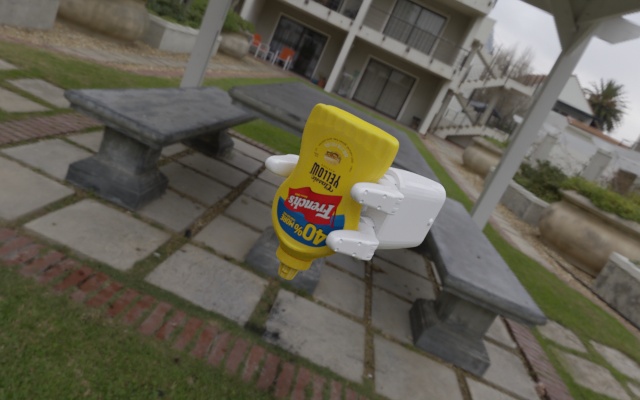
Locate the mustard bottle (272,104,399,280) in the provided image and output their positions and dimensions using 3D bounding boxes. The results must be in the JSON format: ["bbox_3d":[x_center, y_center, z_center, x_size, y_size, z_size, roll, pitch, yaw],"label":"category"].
[{"bbox_3d":[0.000,0.001,0.511,0.096,0.192,0.058,30,17,16],"label":"mustard bottle"}]
